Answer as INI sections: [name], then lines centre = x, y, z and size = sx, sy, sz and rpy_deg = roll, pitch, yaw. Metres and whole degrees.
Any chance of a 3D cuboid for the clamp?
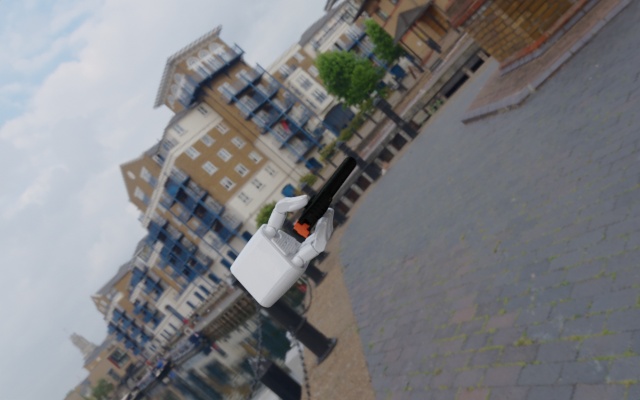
[clamp]
centre = -0.001, 0.003, 0.844
size = 0.036, 0.164, 0.210
rpy_deg = 37, 19, -2
